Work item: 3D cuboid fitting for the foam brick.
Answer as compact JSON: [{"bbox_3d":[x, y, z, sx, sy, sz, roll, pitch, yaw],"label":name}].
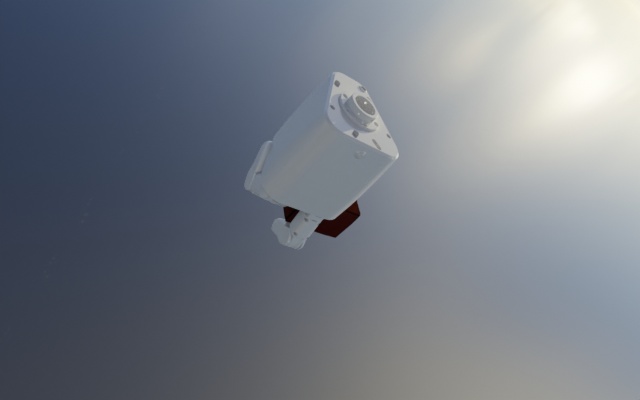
[{"bbox_3d":[0.000,0.002,0.569,0.078,0.053,0.051,20,-49,-32],"label":"foam brick"}]
